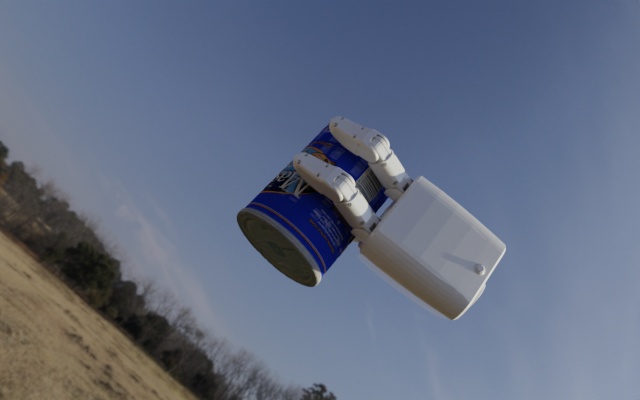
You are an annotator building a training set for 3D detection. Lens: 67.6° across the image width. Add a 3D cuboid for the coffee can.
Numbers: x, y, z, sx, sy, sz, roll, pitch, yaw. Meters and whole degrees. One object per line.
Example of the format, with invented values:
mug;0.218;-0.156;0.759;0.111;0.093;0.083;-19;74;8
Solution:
coffee can;0.000;0.002;0.486;0.140;0.103;0.103;-47;24;-24
